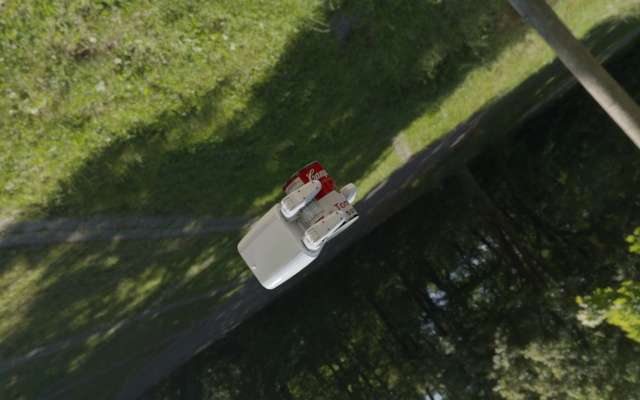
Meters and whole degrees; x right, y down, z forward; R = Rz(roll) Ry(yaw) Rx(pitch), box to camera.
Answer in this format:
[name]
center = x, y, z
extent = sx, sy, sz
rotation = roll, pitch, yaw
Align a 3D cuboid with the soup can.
[soup can]
center = 0.001, 0.002, 0.706
extent = 0.068, 0.102, 0.068
rotation = -36, -8, -6
